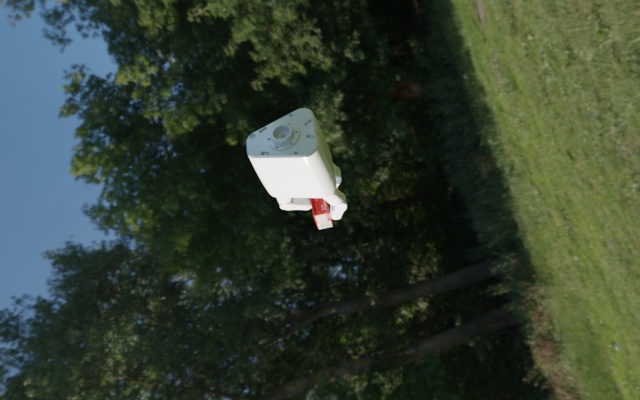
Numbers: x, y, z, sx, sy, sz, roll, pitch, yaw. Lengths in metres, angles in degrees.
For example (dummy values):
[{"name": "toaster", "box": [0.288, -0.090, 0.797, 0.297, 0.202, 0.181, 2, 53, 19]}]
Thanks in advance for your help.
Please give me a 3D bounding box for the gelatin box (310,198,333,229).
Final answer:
[{"name": "gelatin box", "box": [0.000, 0.003, 0.841, 0.030, 0.073, 0.089, -11, -20, 2]}]
